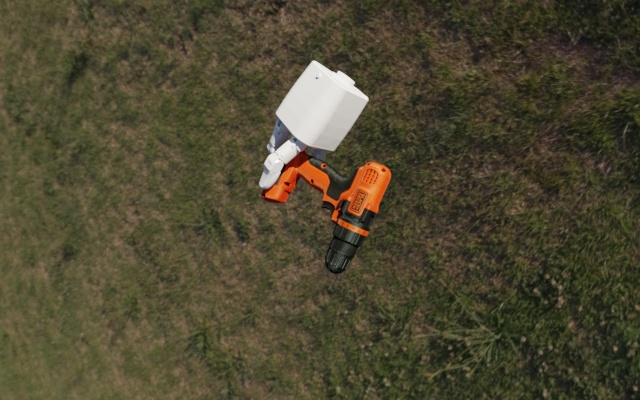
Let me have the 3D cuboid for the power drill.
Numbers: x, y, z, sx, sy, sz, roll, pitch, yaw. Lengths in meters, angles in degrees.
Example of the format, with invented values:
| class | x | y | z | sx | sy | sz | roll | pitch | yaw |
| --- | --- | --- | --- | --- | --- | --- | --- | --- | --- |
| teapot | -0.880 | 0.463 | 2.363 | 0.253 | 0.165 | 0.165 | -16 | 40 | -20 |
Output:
| class | x | y | z | sx | sy | sz | roll | pitch | yaw |
| --- | --- | --- | --- | --- | --- | --- | --- | --- | --- |
| power drill | 0.000 | 0.002 | 0.771 | 0.187 | 0.184 | 0.057 | 25 | 0 | 21 |
